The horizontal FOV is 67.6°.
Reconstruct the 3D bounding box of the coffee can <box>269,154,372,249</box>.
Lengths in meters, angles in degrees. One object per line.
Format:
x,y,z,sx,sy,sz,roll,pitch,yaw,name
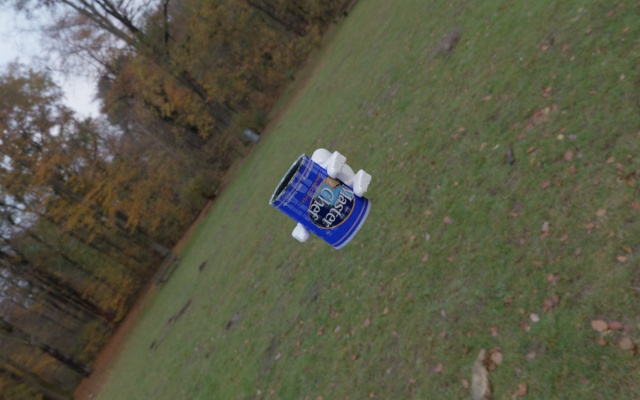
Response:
0.000,0.003,0.808,0.140,0.103,0.103,35,-9,-12,coffee can
